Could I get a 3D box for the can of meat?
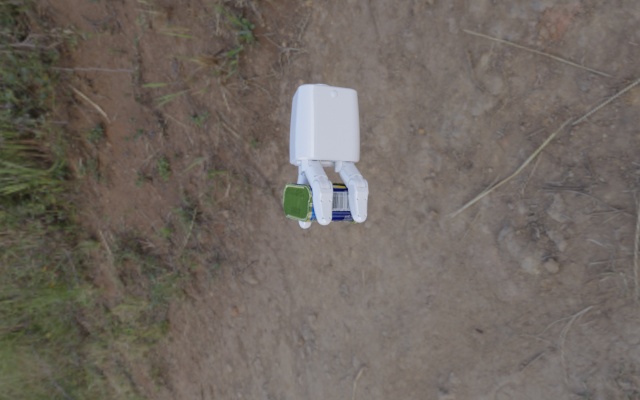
[{"bbox_3d":[0.000,0.002,0.706,0.084,0.057,0.102,1,4,-26],"label":"can of meat"}]
